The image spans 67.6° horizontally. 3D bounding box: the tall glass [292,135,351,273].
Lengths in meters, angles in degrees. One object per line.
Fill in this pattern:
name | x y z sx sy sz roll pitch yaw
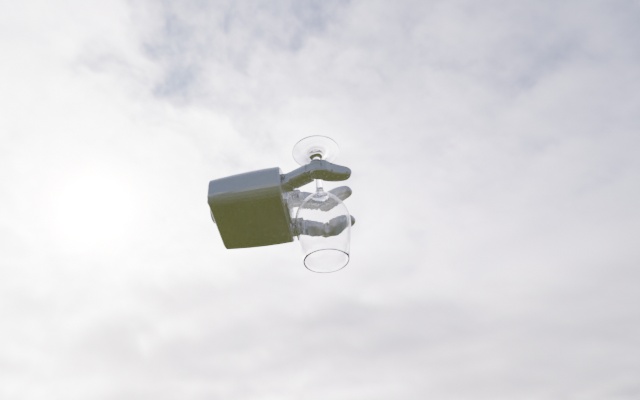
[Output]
tall glass | 0.000 0.002 0.687 0.079 0.200 0.079 -4 -38 -3
